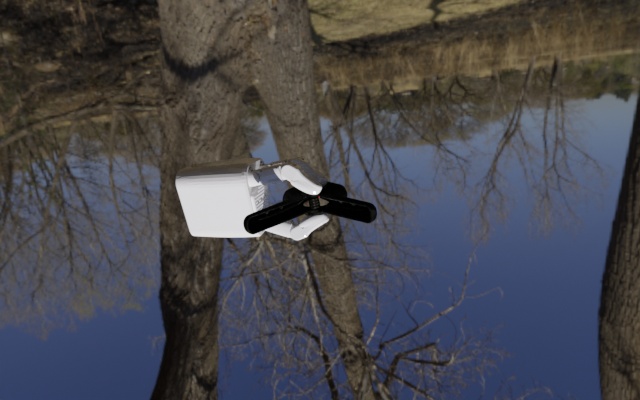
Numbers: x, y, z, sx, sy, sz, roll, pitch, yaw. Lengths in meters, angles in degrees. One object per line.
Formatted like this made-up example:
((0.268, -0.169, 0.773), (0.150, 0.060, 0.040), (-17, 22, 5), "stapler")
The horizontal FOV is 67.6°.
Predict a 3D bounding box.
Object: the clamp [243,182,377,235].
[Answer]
((0.000, 0.003, 0.668), (0.164, 0.036, 0.210), (-3, 13, 10), "clamp")
